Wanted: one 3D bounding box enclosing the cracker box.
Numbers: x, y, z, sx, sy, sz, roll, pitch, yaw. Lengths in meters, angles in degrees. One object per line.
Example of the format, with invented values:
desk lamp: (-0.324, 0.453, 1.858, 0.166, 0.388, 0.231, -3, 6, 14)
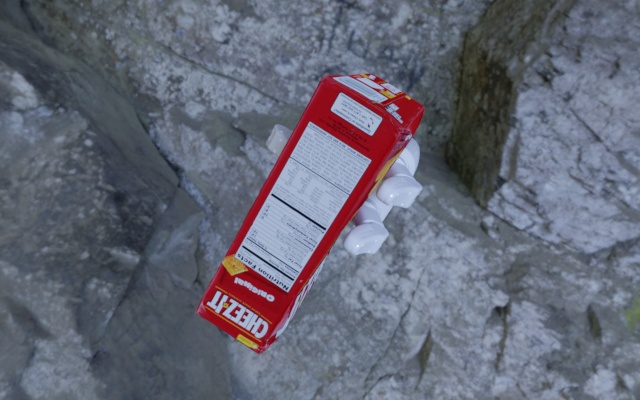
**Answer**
cracker box: (0.000, 0.001, 0.409, 0.072, 0.214, 0.164, 33, 21, 5)
